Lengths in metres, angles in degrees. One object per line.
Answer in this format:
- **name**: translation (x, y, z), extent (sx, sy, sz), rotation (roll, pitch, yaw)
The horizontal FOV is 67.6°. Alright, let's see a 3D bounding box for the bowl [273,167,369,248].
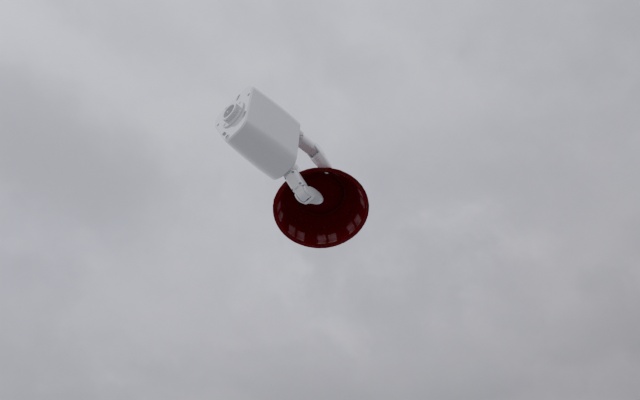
- **bowl**: translation (0.001, 0.003, 0.819), extent (0.162, 0.162, 0.055), rotation (0, 32, -2)
